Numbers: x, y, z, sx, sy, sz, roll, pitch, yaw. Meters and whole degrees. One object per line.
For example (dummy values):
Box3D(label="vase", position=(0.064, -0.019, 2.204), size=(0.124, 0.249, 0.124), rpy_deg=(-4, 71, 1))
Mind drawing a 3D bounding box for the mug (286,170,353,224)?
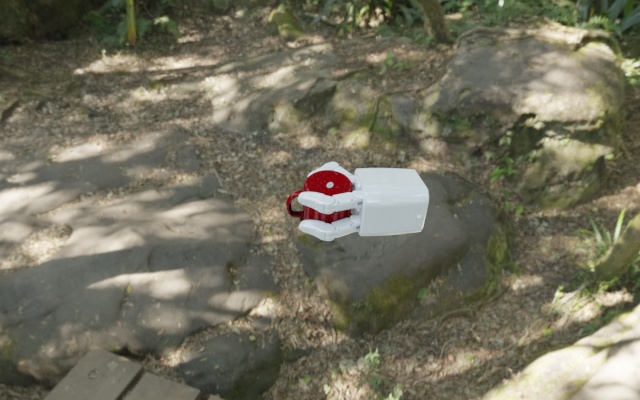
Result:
Box3D(label="mug", position=(-0.001, 0.002, 0.812), size=(0.117, 0.082, 0.093), rpy_deg=(-2, 41, -5))
